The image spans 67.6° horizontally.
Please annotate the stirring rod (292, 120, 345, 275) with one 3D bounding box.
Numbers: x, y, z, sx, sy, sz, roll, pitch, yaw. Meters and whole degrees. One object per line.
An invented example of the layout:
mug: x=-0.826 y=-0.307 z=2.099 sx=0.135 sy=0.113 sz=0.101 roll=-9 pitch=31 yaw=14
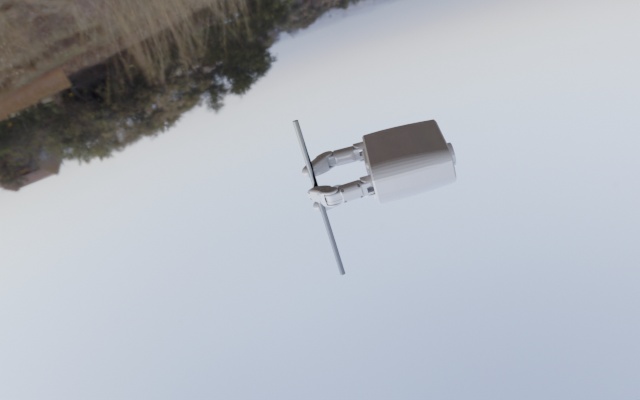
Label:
stirring rod: x=0.000 y=0.002 z=0.673 sx=0.011 sy=0.240 sz=0.011 roll=-15 pitch=21 yaw=6
